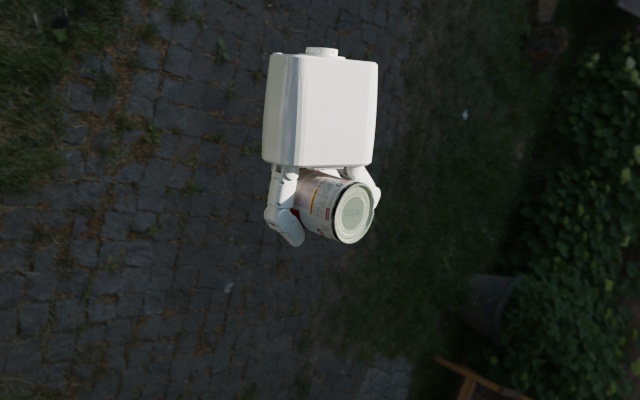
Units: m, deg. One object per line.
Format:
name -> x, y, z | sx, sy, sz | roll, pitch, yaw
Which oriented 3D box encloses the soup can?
soup can -> 0.000, 0.002, 0.523 | 0.102, 0.068, 0.068 | 18, 12, 41
